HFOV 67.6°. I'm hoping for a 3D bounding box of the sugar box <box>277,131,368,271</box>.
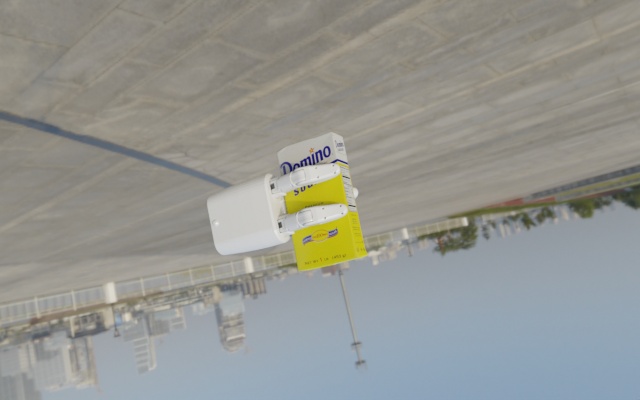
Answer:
[{"bbox_3d":[0.000,0.002,0.664,0.093,0.176,0.048,-16,-8,23],"label":"sugar box"}]
